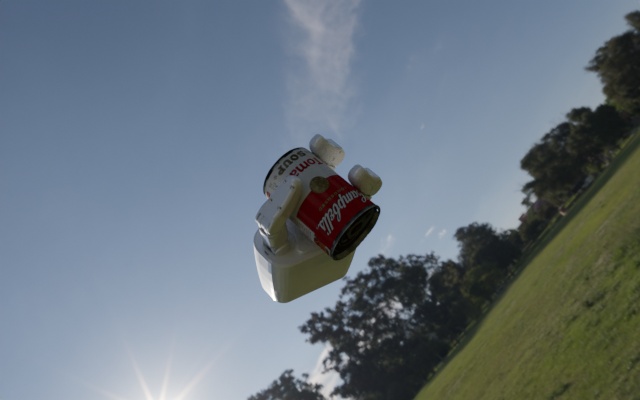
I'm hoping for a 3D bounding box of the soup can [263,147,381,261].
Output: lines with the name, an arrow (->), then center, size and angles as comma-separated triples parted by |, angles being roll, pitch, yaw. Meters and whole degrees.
soup can -> 0.000, 0.001, 0.478 | 0.102, 0.068, 0.068 | 41, 18, 22
